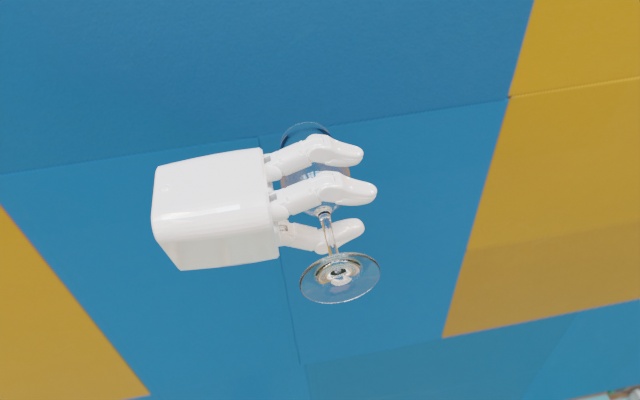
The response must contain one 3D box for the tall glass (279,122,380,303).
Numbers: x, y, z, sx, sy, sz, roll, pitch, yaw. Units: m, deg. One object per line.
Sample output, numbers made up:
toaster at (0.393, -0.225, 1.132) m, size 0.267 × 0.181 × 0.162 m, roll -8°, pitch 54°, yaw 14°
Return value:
tall glass at (0.000, 0.002, 0.496) m, size 0.079 × 0.200 × 0.079 m, roll -7°, pitch -44°, yaw -7°
